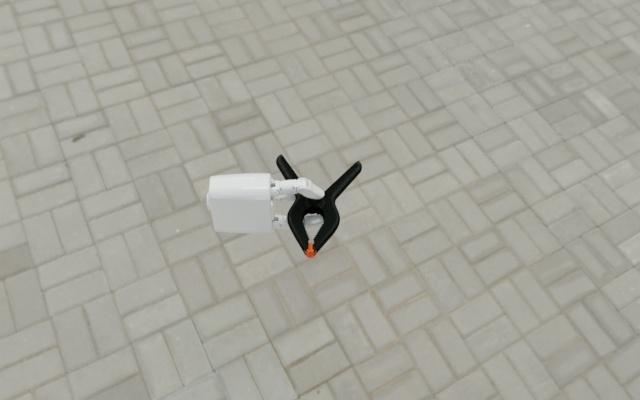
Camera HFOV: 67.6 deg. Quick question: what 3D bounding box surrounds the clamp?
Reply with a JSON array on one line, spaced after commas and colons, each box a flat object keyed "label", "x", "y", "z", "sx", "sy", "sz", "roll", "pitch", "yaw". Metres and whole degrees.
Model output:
[{"label": "clamp", "x": 0.000, "y": 0.003, "z": 0.874, "sx": 0.164, "sy": 0.209, "sz": 0.036, "roll": -2, "pitch": -30, "yaw": -1}]
